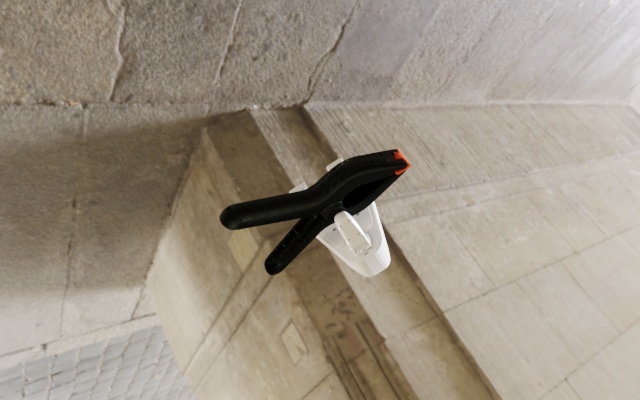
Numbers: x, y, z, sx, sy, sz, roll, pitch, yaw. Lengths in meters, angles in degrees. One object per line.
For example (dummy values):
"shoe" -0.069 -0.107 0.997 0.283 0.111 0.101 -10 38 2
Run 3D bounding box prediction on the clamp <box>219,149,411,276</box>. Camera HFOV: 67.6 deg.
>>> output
"clamp" 0.001 0.002 0.516 0.210 0.036 0.165 -33 -26 2
